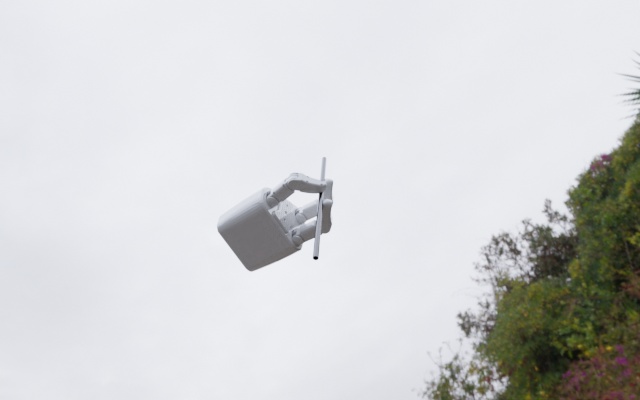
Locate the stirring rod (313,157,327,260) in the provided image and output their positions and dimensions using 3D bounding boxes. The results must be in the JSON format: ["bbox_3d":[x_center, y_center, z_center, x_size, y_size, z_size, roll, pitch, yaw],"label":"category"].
[{"bbox_3d":[0.000,0.002,0.729,0.011,0.011,0.239,0,38,4],"label":"stirring rod"}]
